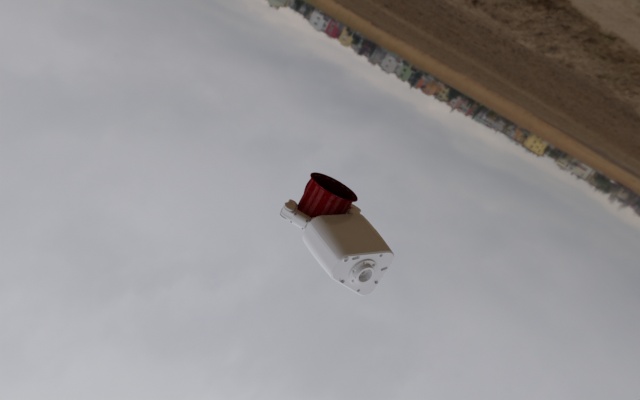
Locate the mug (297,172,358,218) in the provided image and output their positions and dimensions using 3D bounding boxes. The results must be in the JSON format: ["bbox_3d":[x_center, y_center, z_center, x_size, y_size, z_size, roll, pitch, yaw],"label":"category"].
[{"bbox_3d":[-0.001,0.002,0.845,0.093,0.081,0.117,15,23,-37],"label":"mug"}]
